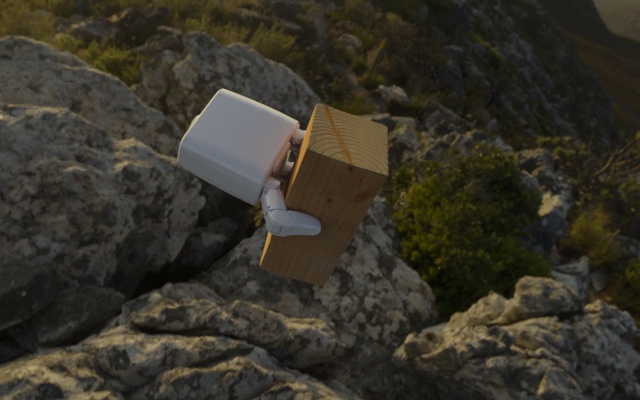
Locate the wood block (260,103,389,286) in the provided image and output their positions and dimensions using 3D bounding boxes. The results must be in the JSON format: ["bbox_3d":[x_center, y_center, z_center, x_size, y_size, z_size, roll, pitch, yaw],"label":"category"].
[{"bbox_3d":[0.000,0.002,0.579,0.090,0.090,0.206,17,-47,-8],"label":"wood block"}]
